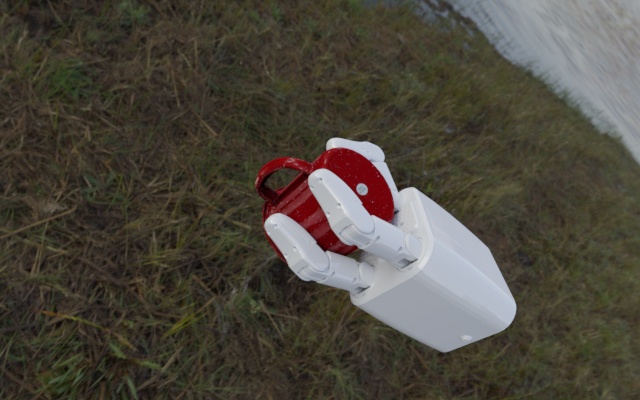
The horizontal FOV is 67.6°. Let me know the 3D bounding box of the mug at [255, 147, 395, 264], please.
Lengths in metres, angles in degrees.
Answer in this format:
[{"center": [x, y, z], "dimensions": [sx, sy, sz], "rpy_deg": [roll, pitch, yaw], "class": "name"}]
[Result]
[{"center": [-0.001, 0.000, 0.412], "dimensions": [0.117, 0.093, 0.081], "rpy_deg": [33, -49, -20], "class": "mug"}]
